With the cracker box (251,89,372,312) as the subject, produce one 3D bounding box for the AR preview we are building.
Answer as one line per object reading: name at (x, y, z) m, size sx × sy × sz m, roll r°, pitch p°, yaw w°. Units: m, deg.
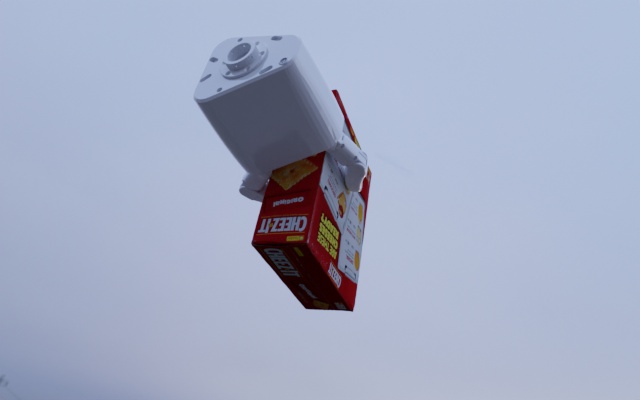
cracker box at (0.000, 0.002, 0.575) m, size 0.072 × 0.213 × 0.164 m, roll -4°, pitch -37°, yaw 21°
